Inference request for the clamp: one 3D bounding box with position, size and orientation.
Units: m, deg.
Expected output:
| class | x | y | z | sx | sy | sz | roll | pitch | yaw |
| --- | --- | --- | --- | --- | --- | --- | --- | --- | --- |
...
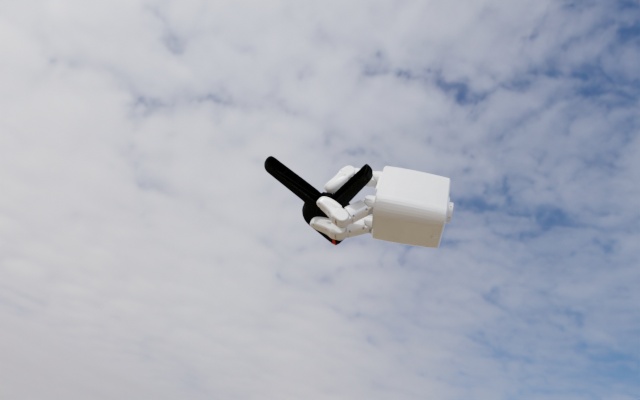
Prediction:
| class | x | y | z | sx | sy | sz | roll | pitch | yaw |
| --- | --- | --- | --- | --- | --- | --- | --- | --- | --- |
| clamp | 0.001 | 0.002 | 0.765 | 0.164 | 0.036 | 0.210 | 11 | -34 | 12 |
